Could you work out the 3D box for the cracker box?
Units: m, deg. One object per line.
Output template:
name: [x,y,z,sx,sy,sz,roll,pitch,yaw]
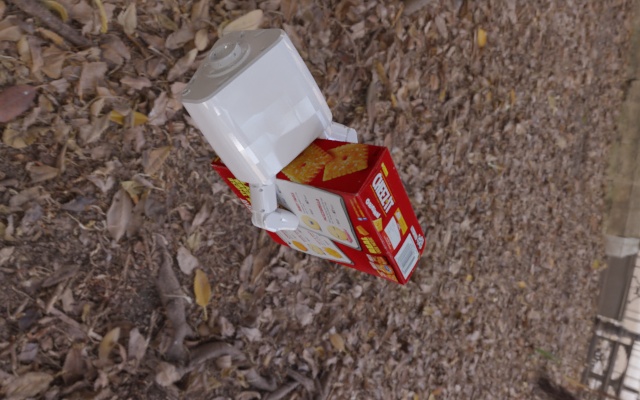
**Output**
cracker box: [0.000,0.002,0.557,0.213,0.072,0.164,14,-31,39]
